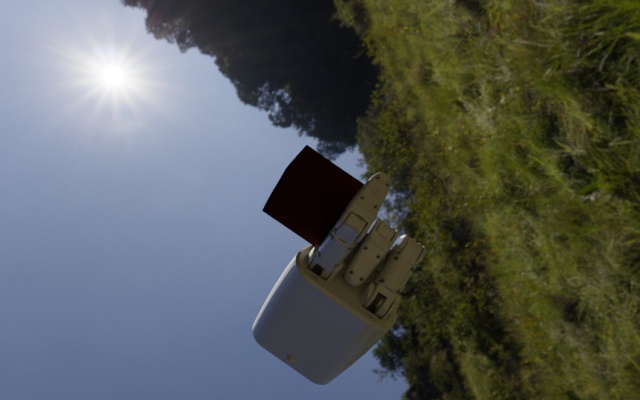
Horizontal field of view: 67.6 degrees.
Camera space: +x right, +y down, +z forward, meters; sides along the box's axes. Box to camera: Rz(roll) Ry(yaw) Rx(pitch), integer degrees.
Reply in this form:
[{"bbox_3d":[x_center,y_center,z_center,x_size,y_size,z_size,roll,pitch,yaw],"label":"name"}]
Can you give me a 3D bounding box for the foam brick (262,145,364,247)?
[{"bbox_3d":[0.000,0.001,0.409,0.078,0.051,0.053,35,33,1],"label":"foam brick"}]
